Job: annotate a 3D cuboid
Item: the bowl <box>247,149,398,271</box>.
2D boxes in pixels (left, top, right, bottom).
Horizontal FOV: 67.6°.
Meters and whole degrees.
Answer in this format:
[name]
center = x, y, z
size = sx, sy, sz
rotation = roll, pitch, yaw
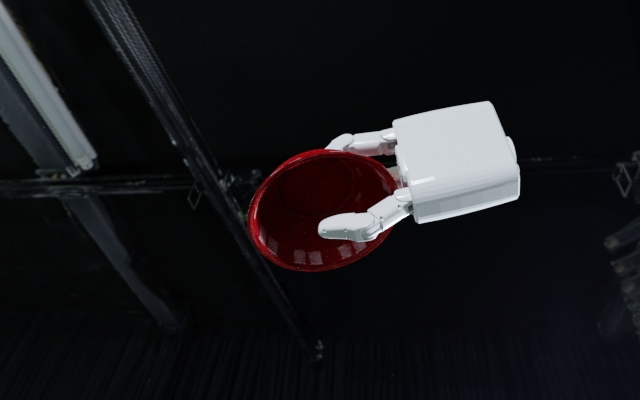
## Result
[bowl]
center = -0.001, 0.002, 0.514
size = 0.162, 0.162, 0.055
rotation = 0, 38, -15
